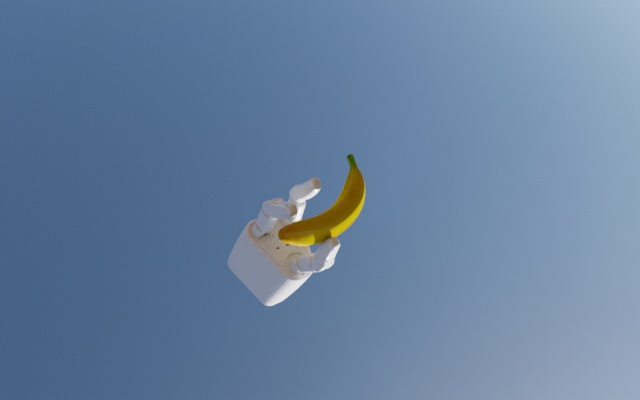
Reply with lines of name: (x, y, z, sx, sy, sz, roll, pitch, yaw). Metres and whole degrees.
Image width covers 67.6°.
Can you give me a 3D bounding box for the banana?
banana: (0.016, 0.013, 0.659, 0.197, 0.069, 0.037, -49, 2, -43)
